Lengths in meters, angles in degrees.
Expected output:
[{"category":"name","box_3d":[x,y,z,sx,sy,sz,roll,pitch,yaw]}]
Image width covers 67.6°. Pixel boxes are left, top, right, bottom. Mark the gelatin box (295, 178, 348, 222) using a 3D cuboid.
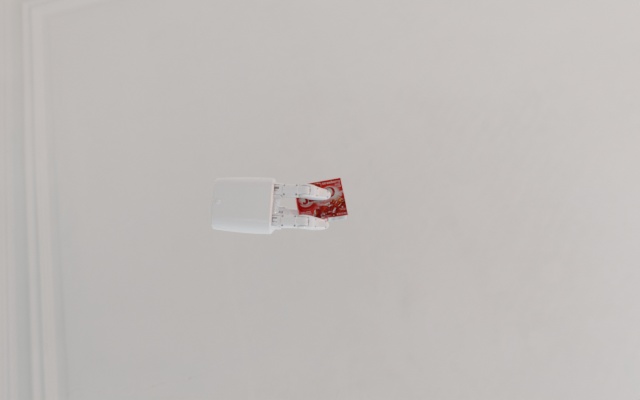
[{"category":"gelatin box","box_3d":[0.000,0.003,0.873,0.089,0.073,0.030,-9,-18,-4]}]
